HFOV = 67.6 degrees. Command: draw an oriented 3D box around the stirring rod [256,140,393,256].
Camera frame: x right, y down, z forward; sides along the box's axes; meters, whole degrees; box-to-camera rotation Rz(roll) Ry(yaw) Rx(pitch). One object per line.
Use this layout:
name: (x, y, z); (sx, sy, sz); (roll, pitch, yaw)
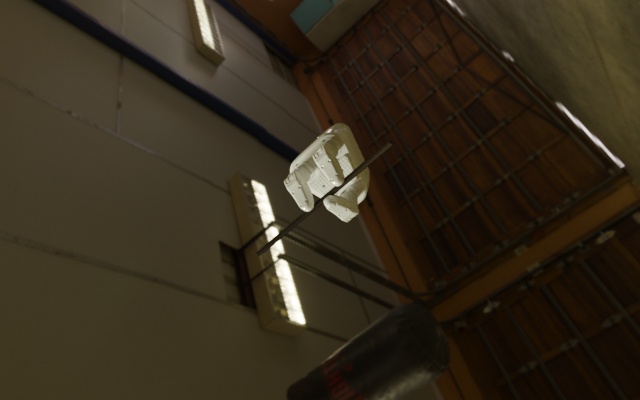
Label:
stirring rod: (0.000, 0.002, 0.626); (0.239, 0.011, 0.011); (-40, -16, 20)
